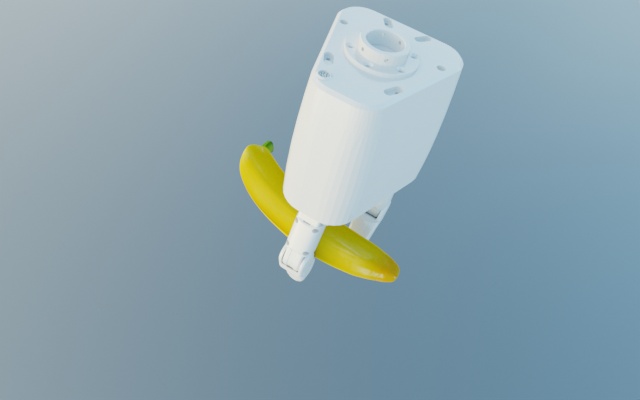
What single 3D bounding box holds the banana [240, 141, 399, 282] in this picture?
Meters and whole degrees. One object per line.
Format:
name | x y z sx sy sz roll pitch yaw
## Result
banana | -0.016 0.004 0.415 0.069 0.037 0.197 -19 53 -37
